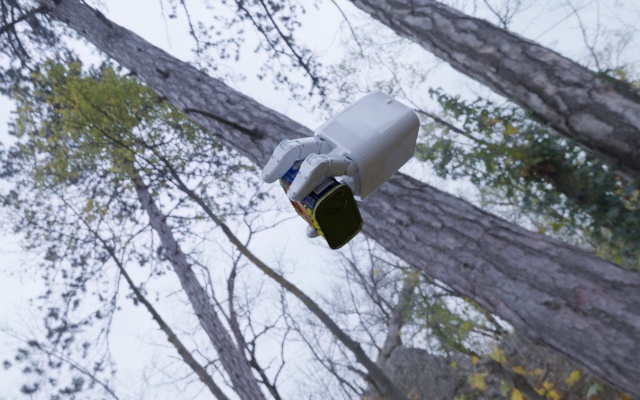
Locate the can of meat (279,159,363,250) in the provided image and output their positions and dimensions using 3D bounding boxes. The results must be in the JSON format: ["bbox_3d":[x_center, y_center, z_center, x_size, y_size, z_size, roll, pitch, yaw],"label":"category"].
[{"bbox_3d":[0.000,0.002,0.616,0.084,0.057,0.102,41,-15,39],"label":"can of meat"}]
